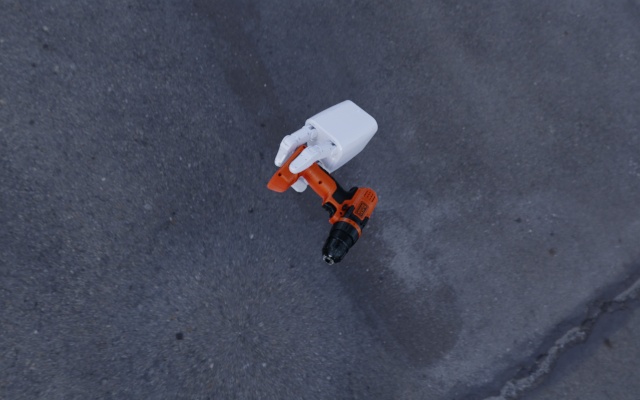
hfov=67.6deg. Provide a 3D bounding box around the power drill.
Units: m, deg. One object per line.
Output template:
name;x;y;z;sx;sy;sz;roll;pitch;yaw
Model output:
power drill;0.000;0.002;0.857;0.057;0.187;0.184;-45;7;48
